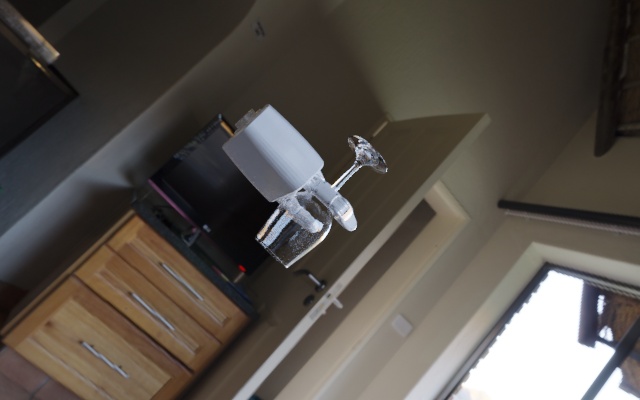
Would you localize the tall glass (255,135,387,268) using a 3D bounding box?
[{"bbox_3d":[0.001,0.002,0.671,0.079,0.201,0.079,42,-12,11],"label":"tall glass"}]
